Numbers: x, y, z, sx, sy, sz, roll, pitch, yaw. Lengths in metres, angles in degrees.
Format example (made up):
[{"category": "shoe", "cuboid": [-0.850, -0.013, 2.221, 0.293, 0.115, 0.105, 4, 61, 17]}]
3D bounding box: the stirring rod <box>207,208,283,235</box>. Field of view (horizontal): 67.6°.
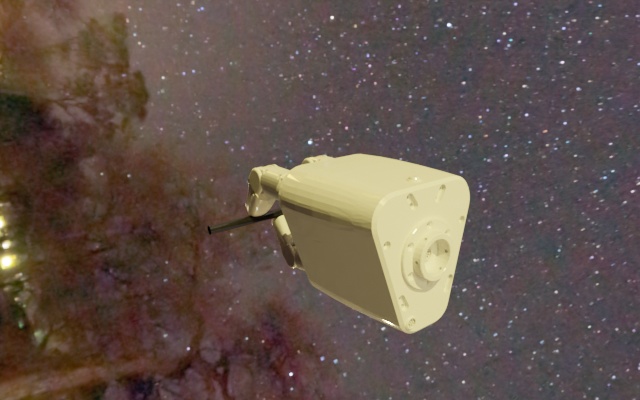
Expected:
[{"category": "stirring rod", "cuboid": [0.000, 0.002, 0.484, 0.239, 0.011, 0.011, -14, 8, -33]}]
